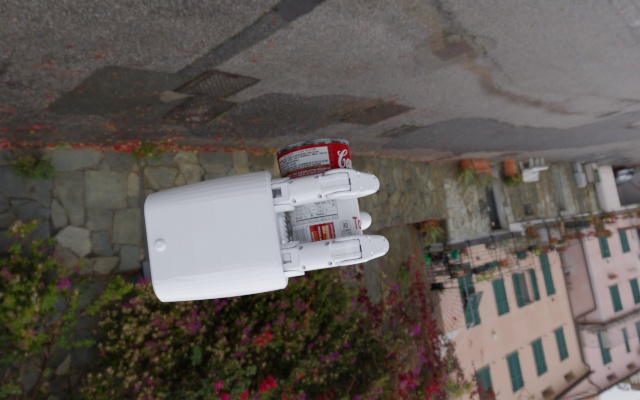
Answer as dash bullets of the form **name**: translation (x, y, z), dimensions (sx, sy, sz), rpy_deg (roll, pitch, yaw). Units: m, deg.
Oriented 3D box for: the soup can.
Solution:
- **soup can**: translation (0.001, 0.002, 0.438), dimensions (0.068, 0.102, 0.068), rpy_deg (-9, -7, -1)
